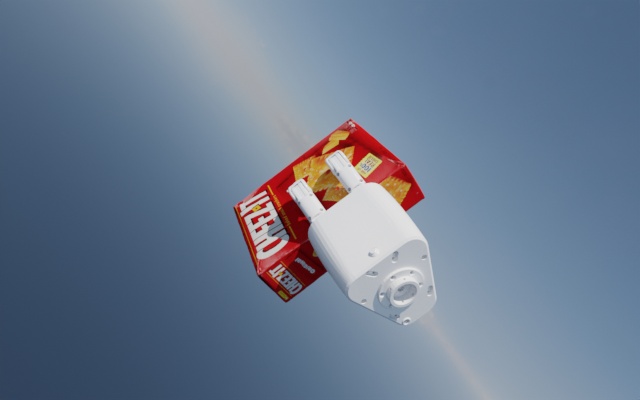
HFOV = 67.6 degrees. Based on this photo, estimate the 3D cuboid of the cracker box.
[{"bbox_3d":[0.000,0.002,0.620,0.214,0.072,0.164,-37,35,2],"label":"cracker box"}]
